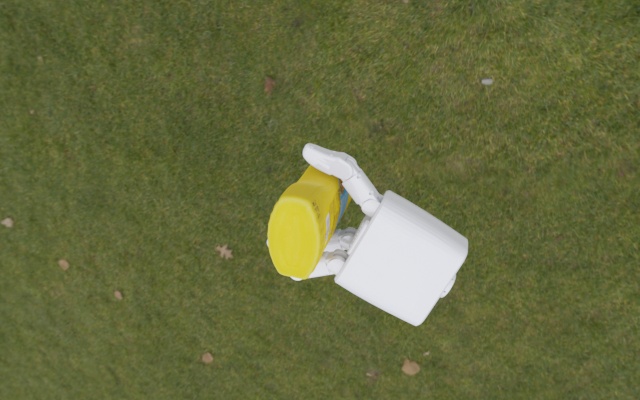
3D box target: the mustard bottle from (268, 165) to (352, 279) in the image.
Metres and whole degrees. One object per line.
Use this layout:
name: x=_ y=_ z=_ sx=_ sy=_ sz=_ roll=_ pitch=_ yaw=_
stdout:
mustard bottle: x=0.000 y=0.002 z=0.555 sx=0.058 sy=0.096 sz=0.191 roll=9 pitch=27 yaw=15
